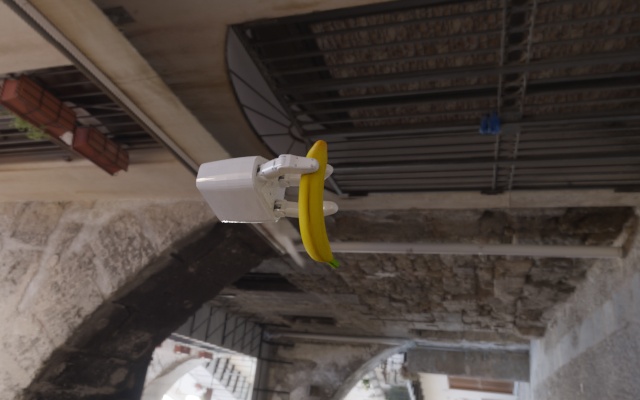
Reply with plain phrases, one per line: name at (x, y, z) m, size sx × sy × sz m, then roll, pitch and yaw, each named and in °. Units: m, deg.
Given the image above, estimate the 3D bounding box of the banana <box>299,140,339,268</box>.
banana at (-0.007, 0.006, 0.712) m, size 0.037 × 0.198 × 0.069 m, roll -5°, pitch -2°, yaw 24°
